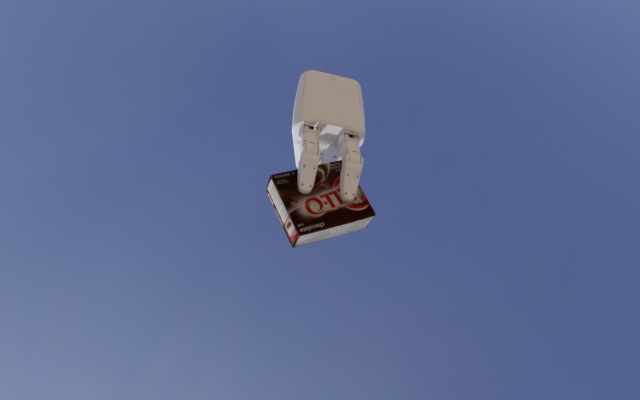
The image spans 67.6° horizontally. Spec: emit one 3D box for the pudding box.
[{"bbox_3d":[0.000,0.002,0.600,0.113,0.090,0.039,-15,-28,-25],"label":"pudding box"}]
